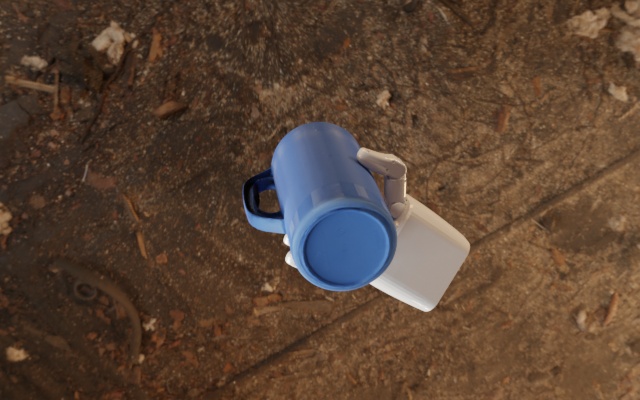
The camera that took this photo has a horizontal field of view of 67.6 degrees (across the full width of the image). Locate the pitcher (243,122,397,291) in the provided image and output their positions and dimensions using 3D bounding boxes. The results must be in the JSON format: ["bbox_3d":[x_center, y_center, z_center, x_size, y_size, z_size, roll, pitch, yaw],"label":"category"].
[{"bbox_3d":[0.000,0.002,0.576,0.145,0.149,0.242,33,16,-19],"label":"pitcher"}]
